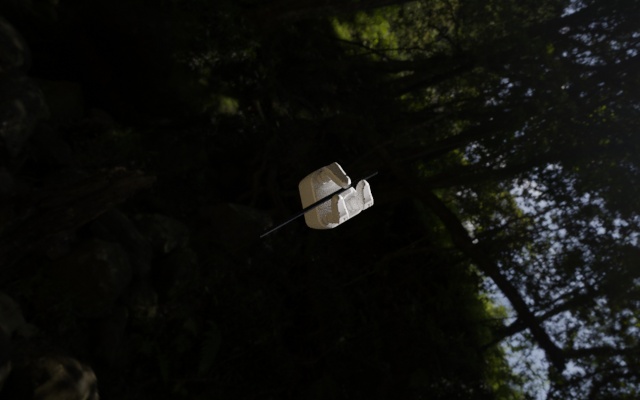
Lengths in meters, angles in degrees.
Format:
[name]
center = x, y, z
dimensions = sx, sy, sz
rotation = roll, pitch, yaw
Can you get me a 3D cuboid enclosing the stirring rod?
[stirring rod]
center = 0.000, 0.003, 0.818
dimensions = 0.239, 0.011, 0.011
rotation = -29, 10, -18
